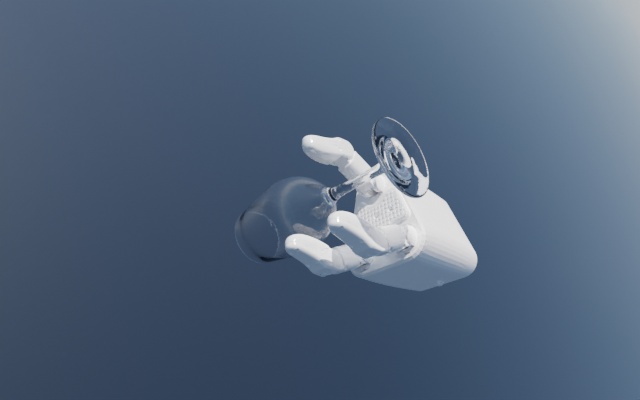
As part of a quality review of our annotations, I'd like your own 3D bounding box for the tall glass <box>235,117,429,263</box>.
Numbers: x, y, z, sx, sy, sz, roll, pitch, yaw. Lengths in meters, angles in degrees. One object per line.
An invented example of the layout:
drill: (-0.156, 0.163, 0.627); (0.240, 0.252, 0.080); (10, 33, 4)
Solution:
tall glass: (0.000, 0.001, 0.458); (0.201, 0.079, 0.079); (-29, -19, 38)
